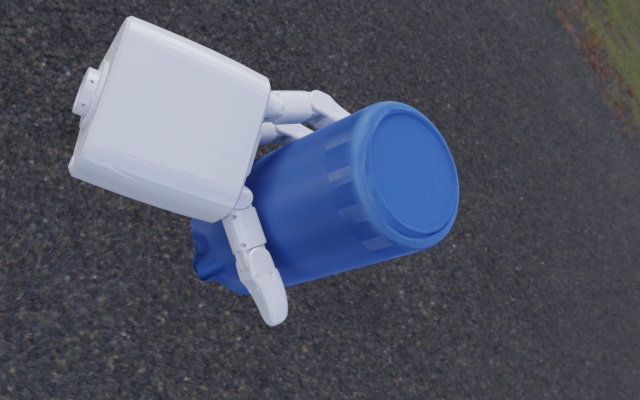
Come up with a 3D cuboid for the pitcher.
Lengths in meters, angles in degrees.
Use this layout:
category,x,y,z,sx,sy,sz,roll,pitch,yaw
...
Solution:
category,x,y,z,sx,sy,sz,roll,pitch,yaw
pitcher,0.000,0.001,0.425,0.145,0.149,0.243,20,-25,-32
